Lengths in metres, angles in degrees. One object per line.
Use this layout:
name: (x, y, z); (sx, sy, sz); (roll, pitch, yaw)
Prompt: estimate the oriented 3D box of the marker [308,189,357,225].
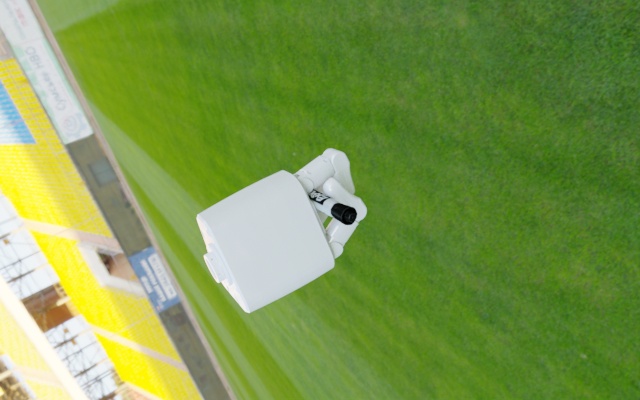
marker: (0.000, 0.002, 0.500); (0.020, 0.020, 0.121); (0, 15, -31)
